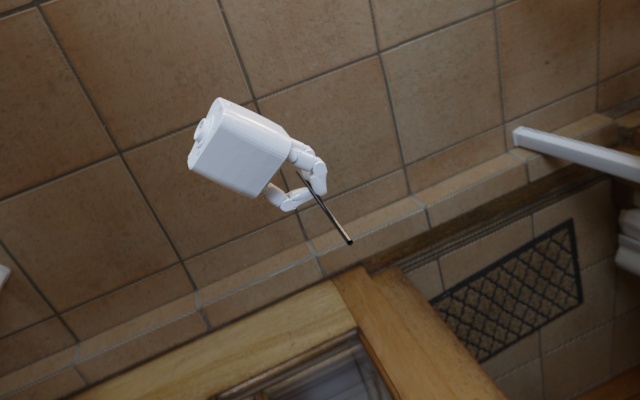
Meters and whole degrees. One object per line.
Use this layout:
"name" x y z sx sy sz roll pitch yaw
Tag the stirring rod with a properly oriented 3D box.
"stirring rod" 0.000 0.002 0.698 0.011 0.011 0.239 0 25 -20
